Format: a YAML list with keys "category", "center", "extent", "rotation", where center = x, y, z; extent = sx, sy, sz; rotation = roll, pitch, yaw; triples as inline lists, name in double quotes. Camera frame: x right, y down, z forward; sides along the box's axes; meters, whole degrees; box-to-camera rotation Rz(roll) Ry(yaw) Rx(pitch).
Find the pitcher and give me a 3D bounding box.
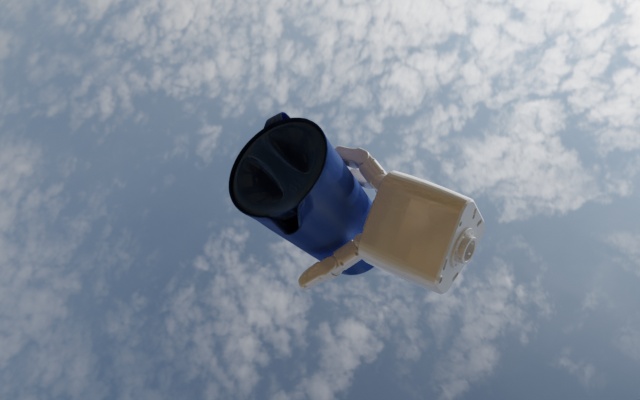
- category: "pitcher"
  center: [0.000, 0.002, 0.639]
  extent: [0.145, 0.149, 0.243]
  rotation: [20, -15, 37]
